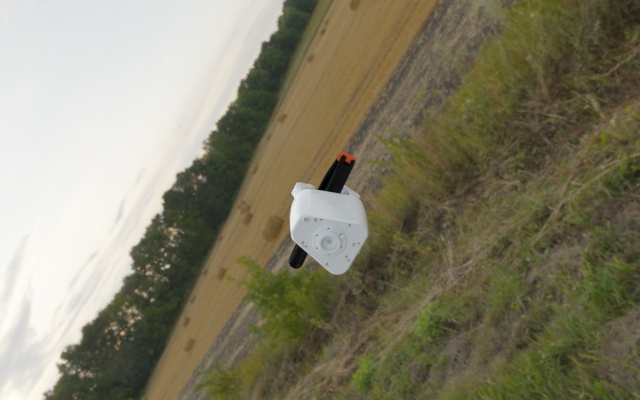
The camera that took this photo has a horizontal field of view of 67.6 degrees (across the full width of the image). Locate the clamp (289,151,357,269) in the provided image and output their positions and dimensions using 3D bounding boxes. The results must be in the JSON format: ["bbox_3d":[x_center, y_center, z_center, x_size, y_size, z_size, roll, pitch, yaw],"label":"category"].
[{"bbox_3d":[0.000,0.002,0.857,0.036,0.210,0.164,25,17,-10],"label":"clamp"}]
